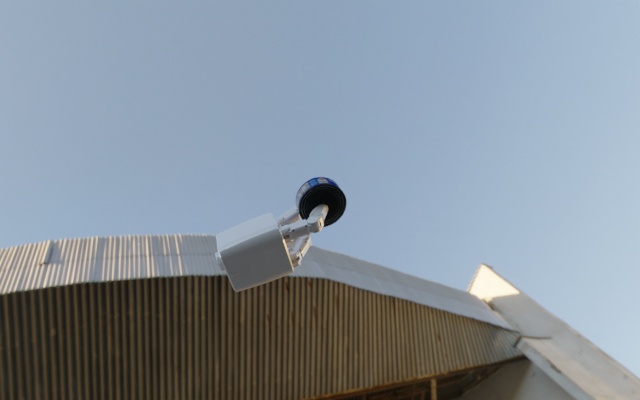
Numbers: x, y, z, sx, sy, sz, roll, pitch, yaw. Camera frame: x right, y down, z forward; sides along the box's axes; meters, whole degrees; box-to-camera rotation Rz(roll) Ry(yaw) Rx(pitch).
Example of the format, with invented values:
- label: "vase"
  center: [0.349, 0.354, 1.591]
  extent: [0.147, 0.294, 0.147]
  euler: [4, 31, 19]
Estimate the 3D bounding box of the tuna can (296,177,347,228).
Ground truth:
- label: "tuna can"
  center: [0.000, 0.002, 0.838]
  extent: [0.086, 0.086, 0.033]
  euler: [0, 27, -17]
